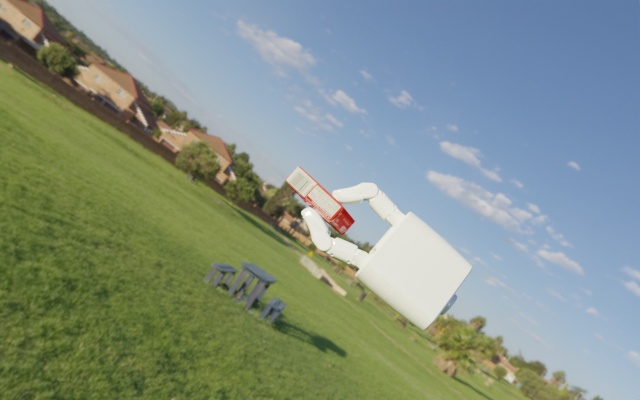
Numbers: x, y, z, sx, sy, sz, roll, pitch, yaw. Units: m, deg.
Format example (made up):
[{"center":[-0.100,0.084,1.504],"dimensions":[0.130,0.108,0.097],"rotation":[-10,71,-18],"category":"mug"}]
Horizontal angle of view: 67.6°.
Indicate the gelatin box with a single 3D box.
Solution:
[{"center":[0.000,0.002,0.638],"dimensions":[0.089,0.030,0.073],"rotation":[43,-2,22],"category":"gelatin box"}]
